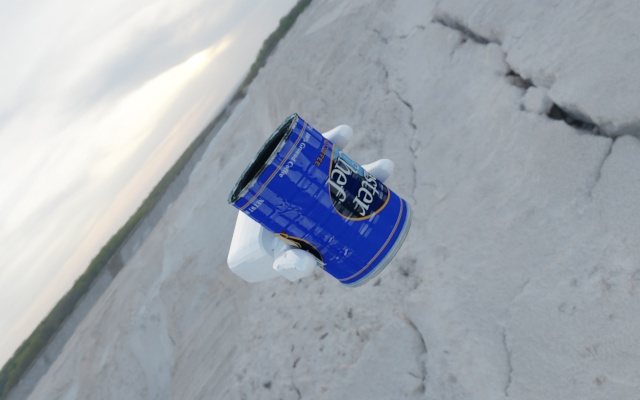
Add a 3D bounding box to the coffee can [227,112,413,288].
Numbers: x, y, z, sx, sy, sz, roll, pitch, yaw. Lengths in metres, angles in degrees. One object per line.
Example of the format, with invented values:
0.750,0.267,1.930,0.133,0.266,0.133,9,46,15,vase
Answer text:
0.000,0.002,0.448,0.140,0.103,0.103,37,-11,-15,coffee can
